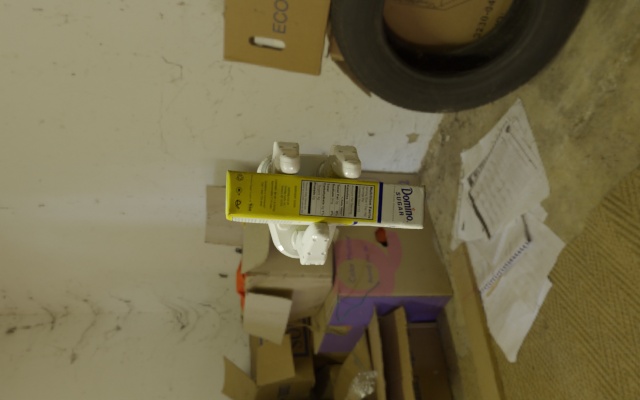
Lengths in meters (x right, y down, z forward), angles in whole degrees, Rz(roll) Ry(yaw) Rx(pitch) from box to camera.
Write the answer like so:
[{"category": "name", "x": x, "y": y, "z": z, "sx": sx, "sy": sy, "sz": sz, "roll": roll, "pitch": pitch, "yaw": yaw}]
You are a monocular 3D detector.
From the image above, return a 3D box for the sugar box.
[{"category": "sugar box", "x": 0.000, "y": 0.001, "z": 0.454, "sx": 0.176, "sy": 0.048, "sz": 0.093, "roll": 1, "pitch": -3, "yaw": -10}]
